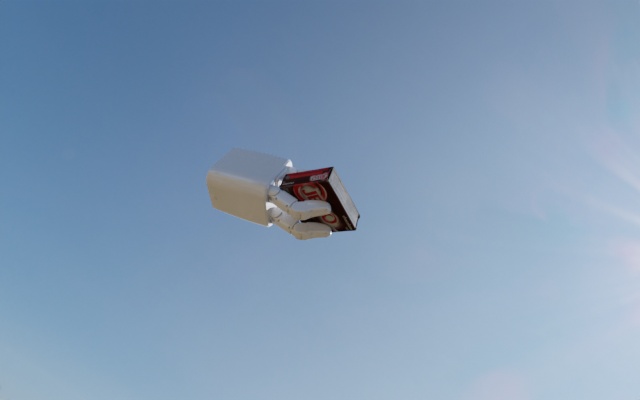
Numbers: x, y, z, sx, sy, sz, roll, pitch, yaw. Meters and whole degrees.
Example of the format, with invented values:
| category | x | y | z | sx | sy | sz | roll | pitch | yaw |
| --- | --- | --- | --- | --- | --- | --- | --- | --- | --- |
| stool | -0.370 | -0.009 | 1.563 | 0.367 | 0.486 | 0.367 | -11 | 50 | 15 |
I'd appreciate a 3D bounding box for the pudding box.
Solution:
| category | x | y | z | sx | sy | sz | roll | pitch | yaw |
| --- | --- | --- | --- | --- | --- | --- | --- | --- | --- |
| pudding box | 0.000 | 0.002 | 0.758 | 0.090 | 0.039 | 0.114 | -6 | -46 | 32 |
